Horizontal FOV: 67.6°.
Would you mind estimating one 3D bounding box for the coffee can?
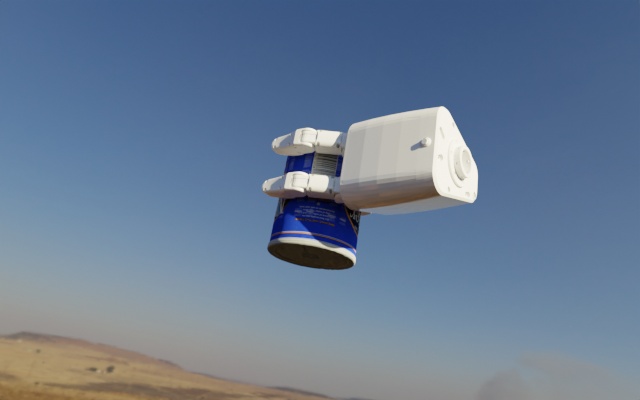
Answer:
[{"bbox_3d":[0.000,0.002,0.574,0.103,0.140,0.103,9,-21,3],"label":"coffee can"}]
